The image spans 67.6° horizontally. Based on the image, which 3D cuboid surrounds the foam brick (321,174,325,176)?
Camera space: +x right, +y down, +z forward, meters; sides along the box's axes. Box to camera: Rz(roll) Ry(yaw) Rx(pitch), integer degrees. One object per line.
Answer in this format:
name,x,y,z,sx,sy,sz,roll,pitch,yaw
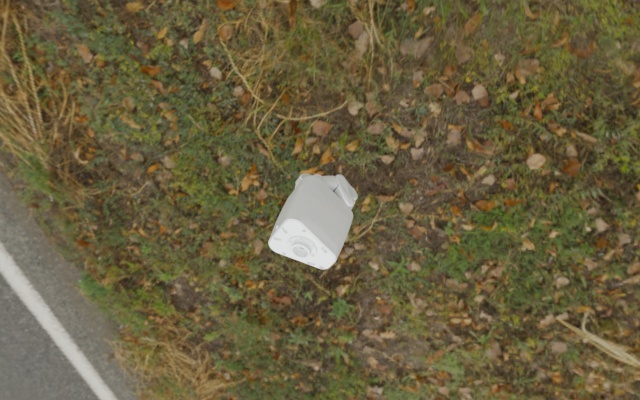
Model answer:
foam brick,0.000,0.003,0.851,0.053,0.051,0.078,32,-46,-8
